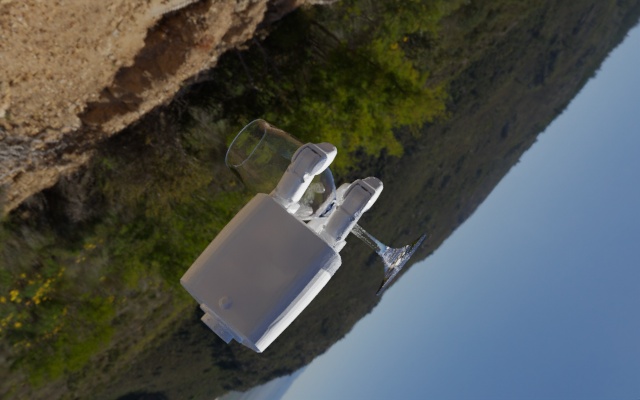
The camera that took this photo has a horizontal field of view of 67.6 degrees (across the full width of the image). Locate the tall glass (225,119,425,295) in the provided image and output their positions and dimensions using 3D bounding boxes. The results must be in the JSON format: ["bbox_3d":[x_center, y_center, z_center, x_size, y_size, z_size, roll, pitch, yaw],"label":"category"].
[{"bbox_3d":[0.001,0.002,0.474,0.201,0.079,0.079,38,8,10],"label":"tall glass"}]
